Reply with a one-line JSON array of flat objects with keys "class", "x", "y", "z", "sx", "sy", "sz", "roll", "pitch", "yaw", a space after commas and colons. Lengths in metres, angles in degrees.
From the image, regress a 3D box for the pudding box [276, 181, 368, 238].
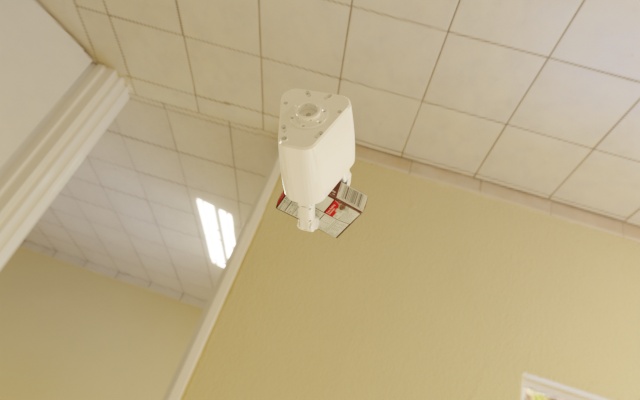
[{"class": "pudding box", "x": 0.000, "y": 0.002, "z": 0.717, "sx": 0.113, "sy": 0.039, "sz": 0.090, "roll": 29, "pitch": -37, "yaw": -9}]
